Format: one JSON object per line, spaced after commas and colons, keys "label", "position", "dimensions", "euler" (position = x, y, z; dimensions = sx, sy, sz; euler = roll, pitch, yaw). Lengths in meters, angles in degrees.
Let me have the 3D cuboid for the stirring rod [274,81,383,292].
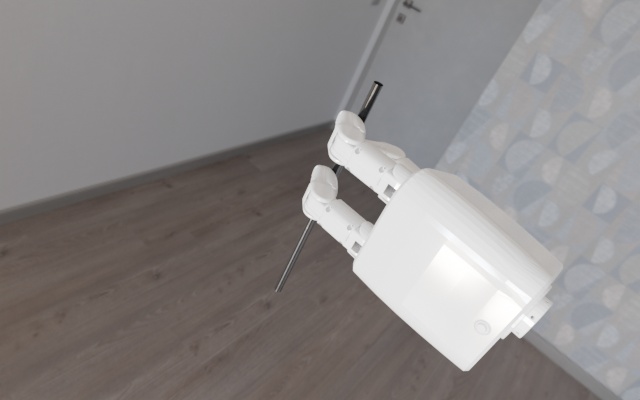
{"label": "stirring rod", "position": [0.000, 0.002, 0.431], "dimensions": [0.011, 0.240, 0.011], "euler": [18, 34, -12]}
